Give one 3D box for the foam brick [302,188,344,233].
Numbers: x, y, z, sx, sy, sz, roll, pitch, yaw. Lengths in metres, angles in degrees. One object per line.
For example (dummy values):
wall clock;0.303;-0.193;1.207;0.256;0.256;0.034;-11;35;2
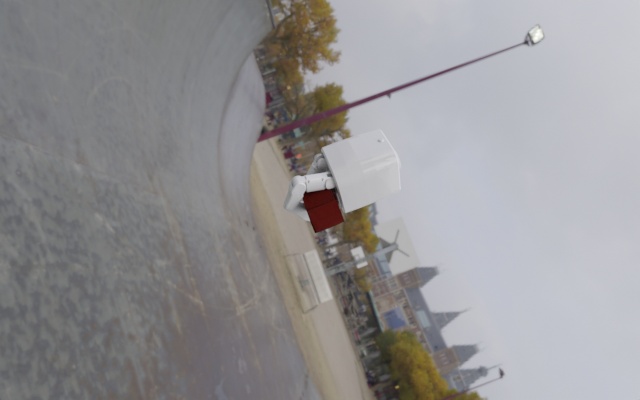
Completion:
foam brick;0.000;0.003;0.774;0.051;0.053;0.078;-20;41;0
